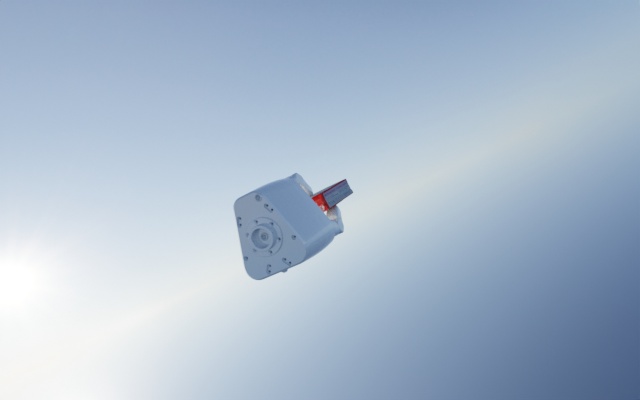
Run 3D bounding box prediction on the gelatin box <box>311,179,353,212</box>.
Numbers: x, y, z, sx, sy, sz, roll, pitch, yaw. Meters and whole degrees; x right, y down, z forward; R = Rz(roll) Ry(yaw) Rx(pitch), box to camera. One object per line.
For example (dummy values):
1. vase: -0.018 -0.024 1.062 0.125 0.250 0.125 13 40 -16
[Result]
1. gelatin box: 0.000 0.002 0.748 0.073 0.030 0.089 -26 5 33
